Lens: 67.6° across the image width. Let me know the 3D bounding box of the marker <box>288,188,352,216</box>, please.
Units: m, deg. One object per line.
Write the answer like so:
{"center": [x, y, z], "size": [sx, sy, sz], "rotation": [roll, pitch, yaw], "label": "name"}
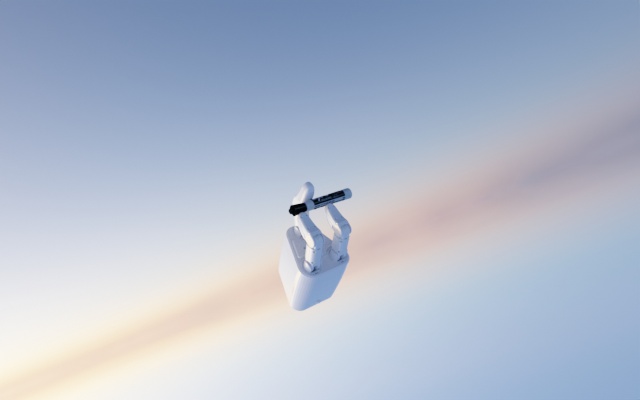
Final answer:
{"center": [0.000, 0.003, 0.781], "size": [0.121, 0.020, 0.020], "rotation": [-18, 10, -33], "label": "marker"}
